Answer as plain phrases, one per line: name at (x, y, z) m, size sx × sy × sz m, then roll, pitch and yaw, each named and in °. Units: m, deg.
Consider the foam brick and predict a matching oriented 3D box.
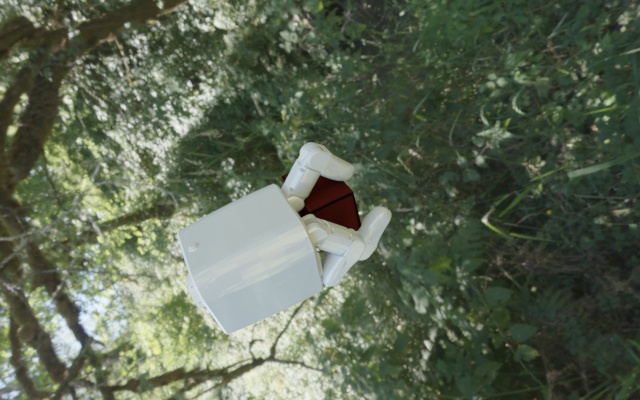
foam brick at (0.000, 0.002, 0.502) m, size 0.051 × 0.053 × 0.078 m, roll -26°, pitch 39°, yaw -11°
